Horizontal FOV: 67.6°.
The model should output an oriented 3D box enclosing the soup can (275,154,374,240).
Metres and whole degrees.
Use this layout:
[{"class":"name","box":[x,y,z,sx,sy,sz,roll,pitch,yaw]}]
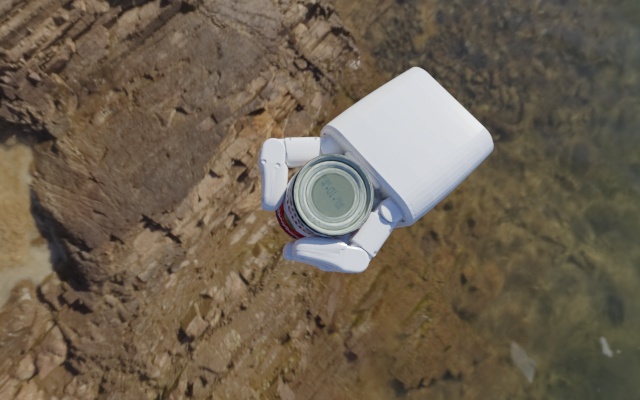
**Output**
[{"class":"soup can","box":[0.000,0.002,0.419,0.068,0.068,0.102,0,-7,-13]}]
